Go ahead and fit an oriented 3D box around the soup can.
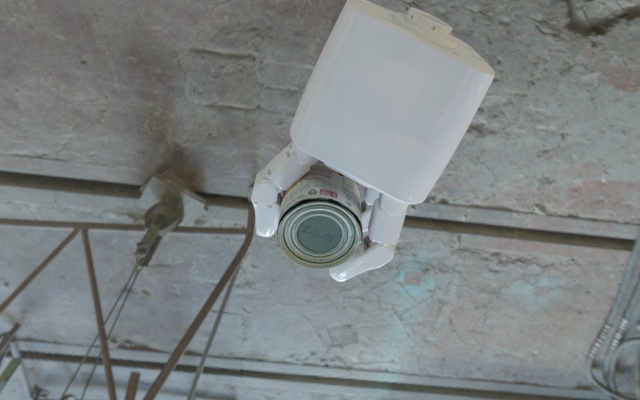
[{"bbox_3d":[0.000,0.002,0.408,0.068,0.068,0.102,0,32,1],"label":"soup can"}]
